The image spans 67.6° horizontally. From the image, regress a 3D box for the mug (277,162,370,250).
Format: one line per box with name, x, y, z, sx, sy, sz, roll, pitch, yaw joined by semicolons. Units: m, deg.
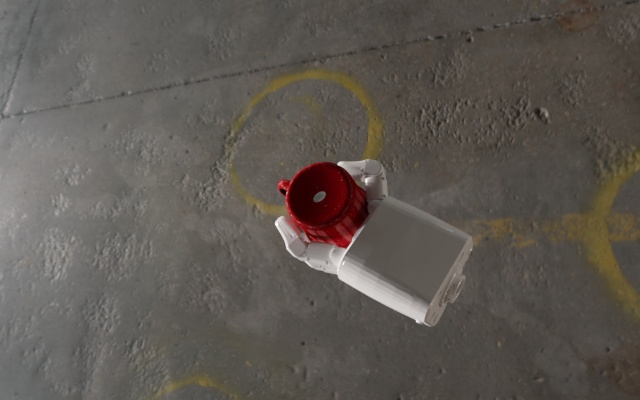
mug;-0.001;0.001;0.562;0.117;0.093;0.081;25;-10;25
